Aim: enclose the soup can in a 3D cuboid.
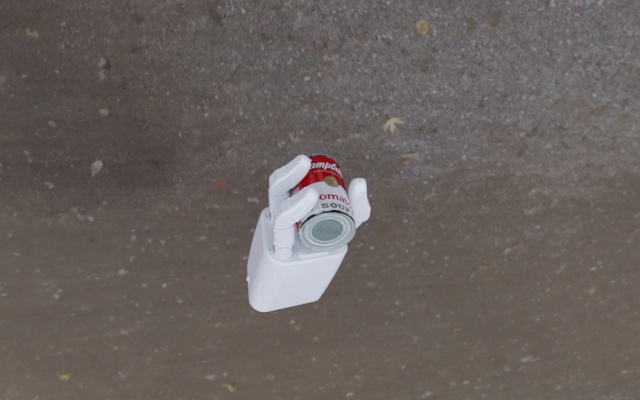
[{"bbox_3d":[0.000,0.002,0.570,0.068,0.069,0.102,0,43,-12],"label":"soup can"}]
